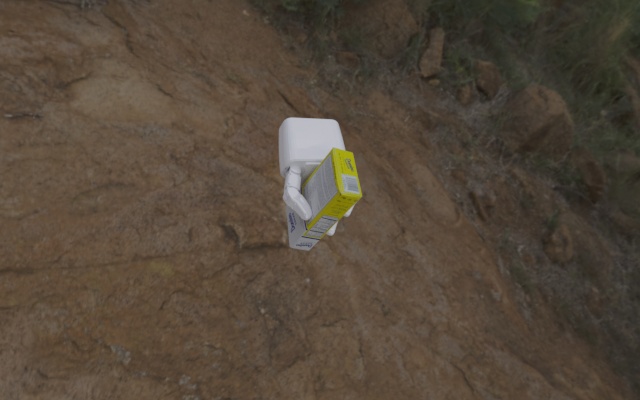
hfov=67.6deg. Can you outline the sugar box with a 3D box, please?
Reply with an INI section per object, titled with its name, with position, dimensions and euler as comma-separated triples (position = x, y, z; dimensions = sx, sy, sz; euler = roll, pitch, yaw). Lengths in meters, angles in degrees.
[sugar box]
position = 0.001, 0.003, 0.806
dimensions = 0.048, 0.093, 0.176
euler = 11, -38, -25
